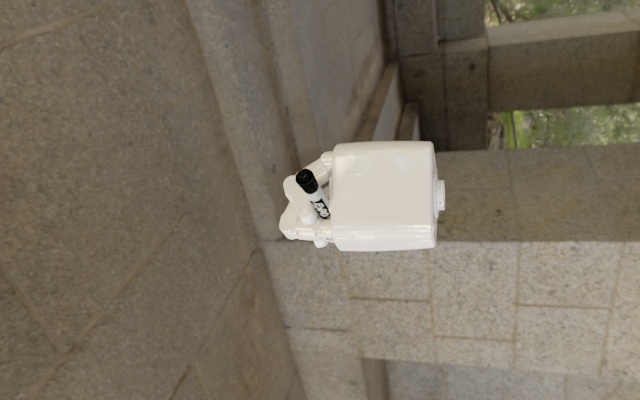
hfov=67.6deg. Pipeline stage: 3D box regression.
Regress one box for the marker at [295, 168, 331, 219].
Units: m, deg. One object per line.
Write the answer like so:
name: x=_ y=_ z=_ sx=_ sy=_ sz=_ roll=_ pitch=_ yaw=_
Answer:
marker: x=0.000 y=0.002 z=0.507 sx=0.020 sy=0.020 sz=0.121 roll=0 pitch=-27 yaw=19
